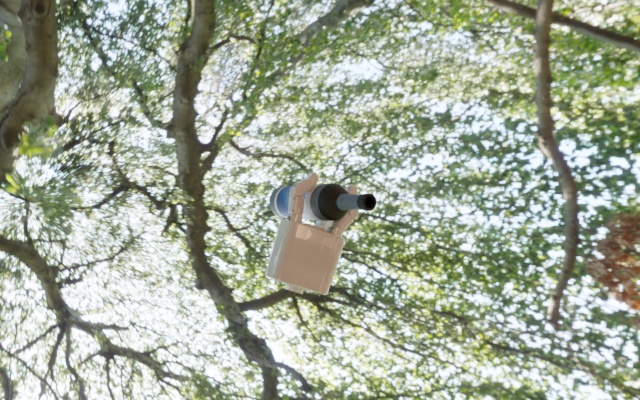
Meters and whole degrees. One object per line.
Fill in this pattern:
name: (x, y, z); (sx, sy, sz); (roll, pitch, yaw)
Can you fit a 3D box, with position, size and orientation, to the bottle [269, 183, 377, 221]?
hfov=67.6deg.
bottle: (0.000, 0.003, 0.869); (0.069, 0.069, 0.295); (0, 0, -32)
